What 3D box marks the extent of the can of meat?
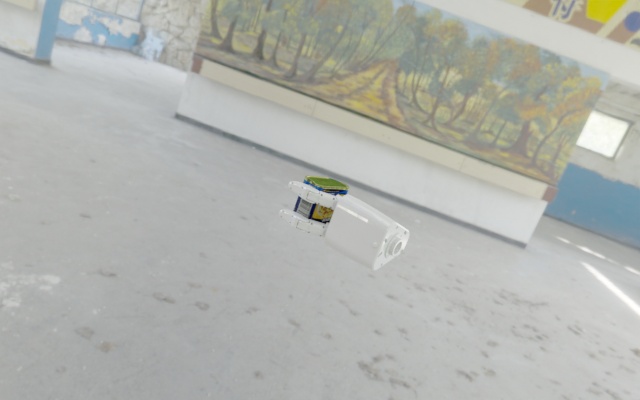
[{"bbox_3d":[0.000,0.003,0.889,0.057,0.084,0.102,31,18,34],"label":"can of meat"}]
